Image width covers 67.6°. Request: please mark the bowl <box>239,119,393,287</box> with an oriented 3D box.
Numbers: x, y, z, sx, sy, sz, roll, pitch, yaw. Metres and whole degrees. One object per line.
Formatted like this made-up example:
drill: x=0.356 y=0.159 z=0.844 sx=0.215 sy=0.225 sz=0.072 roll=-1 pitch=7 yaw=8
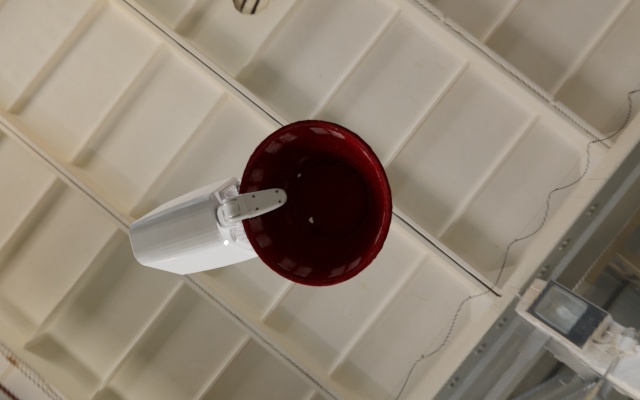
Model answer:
bowl: x=0.001 y=0.002 z=0.482 sx=0.162 sy=0.162 sz=0.055 roll=0 pitch=5 yaw=23
